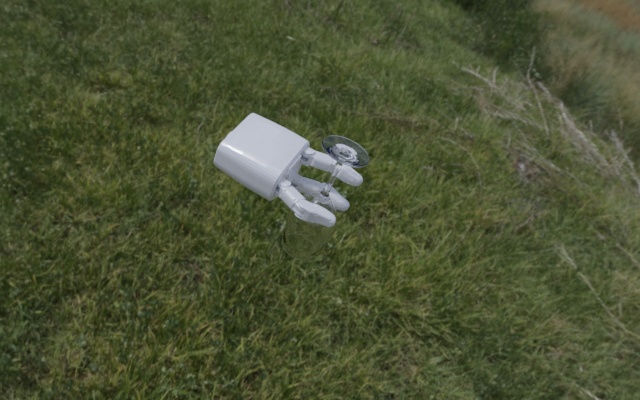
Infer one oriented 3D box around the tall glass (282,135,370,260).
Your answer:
[{"bbox_3d":[0.000,0.002,0.736,0.079,0.201,0.079,17,35,-12],"label":"tall glass"}]
